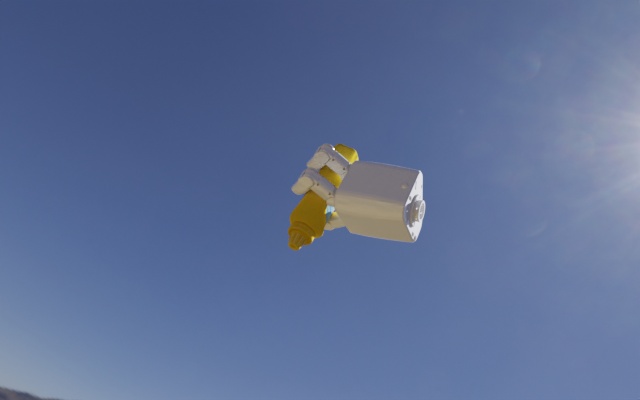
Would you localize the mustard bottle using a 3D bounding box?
[{"bbox_3d":[0.000,0.002,0.762,0.058,0.191,0.096,25,-36,7],"label":"mustard bottle"}]
